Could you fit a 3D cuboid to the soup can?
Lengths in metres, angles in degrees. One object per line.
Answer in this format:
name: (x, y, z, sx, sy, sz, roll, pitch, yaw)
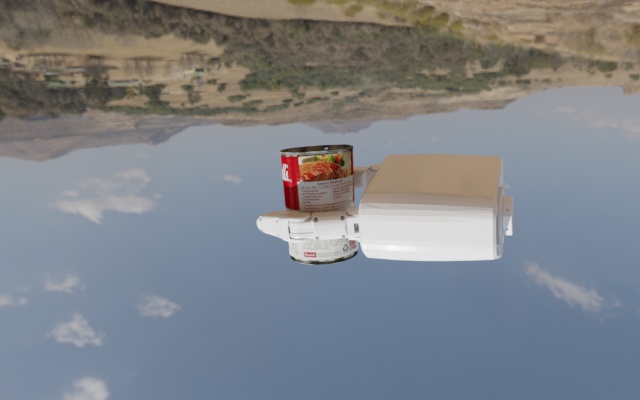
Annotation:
soup can: (0.000, 0.002, 0.447, 0.068, 0.102, 0.068, -4, 11, 1)
